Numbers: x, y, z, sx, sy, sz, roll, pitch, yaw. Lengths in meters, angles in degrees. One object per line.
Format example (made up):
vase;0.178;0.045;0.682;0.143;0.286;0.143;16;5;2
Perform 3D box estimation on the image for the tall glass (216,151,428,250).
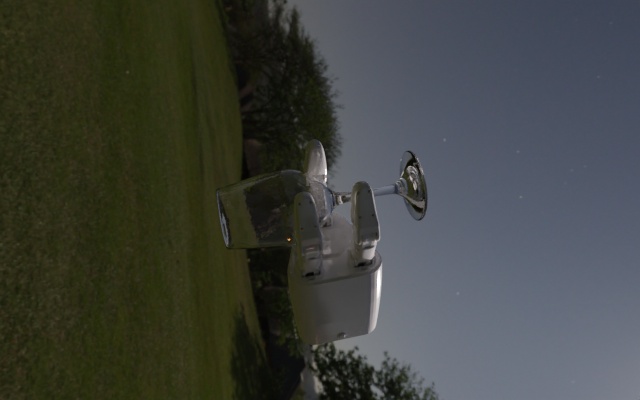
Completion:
tall glass;0.001;0.001;0.485;0.201;0.079;0.079;-10;1;-8
